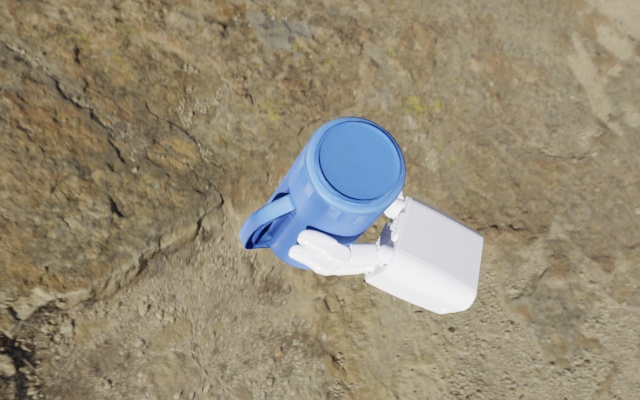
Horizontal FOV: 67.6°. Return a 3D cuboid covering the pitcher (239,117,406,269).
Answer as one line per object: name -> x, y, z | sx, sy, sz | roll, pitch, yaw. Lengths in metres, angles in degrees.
pitcher -> 0.000, 0.002, 0.583 | 0.145, 0.149, 0.243 | 27, -23, -4
